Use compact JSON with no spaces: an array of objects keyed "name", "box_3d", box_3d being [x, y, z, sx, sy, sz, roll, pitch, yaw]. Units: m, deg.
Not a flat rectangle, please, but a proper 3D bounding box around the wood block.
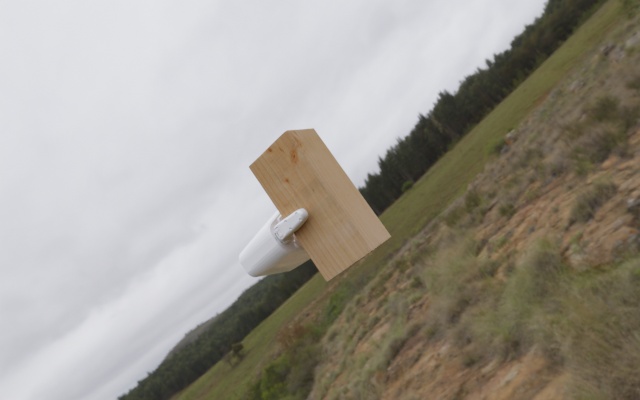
[{"name":"wood block","box_3d":[0.000,0.002,0.711,0.090,0.206,0.091,-39,-8,27]}]
